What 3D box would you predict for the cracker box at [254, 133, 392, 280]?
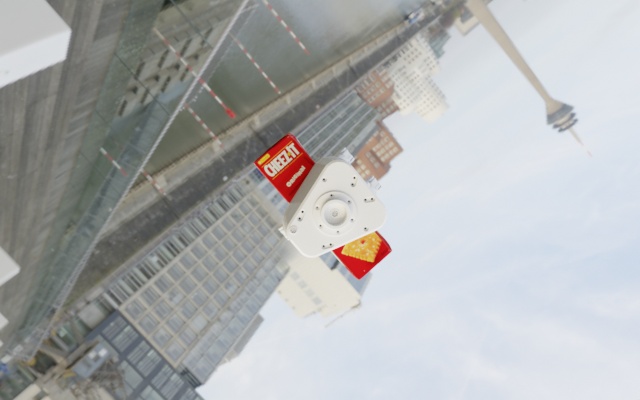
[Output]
[{"bbox_3d":[0.000,0.003,0.710,0.072,0.214,0.164,-41,7,-1],"label":"cracker box"}]
